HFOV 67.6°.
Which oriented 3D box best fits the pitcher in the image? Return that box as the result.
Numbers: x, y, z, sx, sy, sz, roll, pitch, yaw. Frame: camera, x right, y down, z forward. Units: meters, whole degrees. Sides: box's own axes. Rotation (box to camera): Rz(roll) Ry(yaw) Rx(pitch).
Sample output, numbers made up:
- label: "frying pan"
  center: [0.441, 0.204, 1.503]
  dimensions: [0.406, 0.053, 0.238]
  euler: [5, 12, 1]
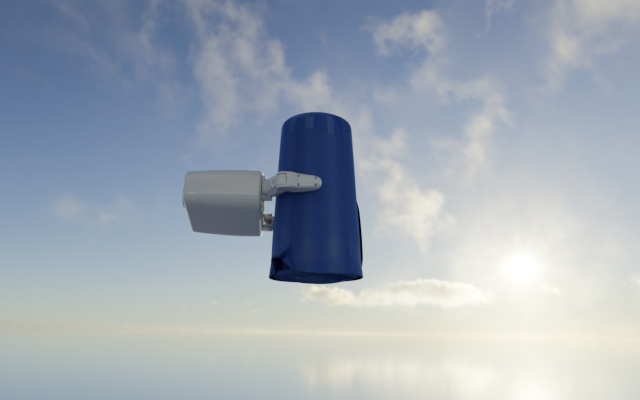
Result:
- label: "pitcher"
  center: [0.000, 0.002, 0.710]
  dimensions: [0.145, 0.242, 0.149]
  euler: [2, -15, -4]
